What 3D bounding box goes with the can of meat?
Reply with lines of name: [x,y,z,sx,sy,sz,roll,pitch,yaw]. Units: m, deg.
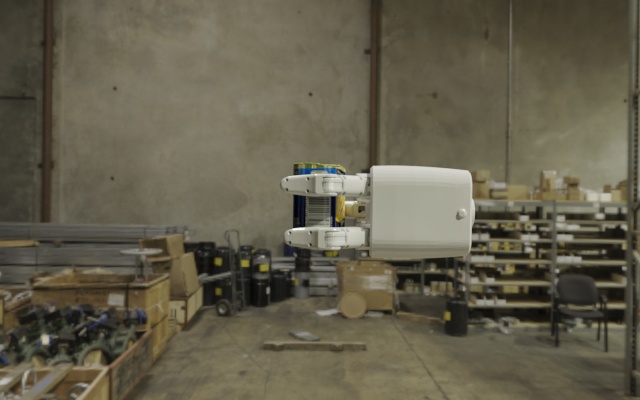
can of meat: [0.000,0.001,0.554,0.057,0.084,0.102,1,0,8]
